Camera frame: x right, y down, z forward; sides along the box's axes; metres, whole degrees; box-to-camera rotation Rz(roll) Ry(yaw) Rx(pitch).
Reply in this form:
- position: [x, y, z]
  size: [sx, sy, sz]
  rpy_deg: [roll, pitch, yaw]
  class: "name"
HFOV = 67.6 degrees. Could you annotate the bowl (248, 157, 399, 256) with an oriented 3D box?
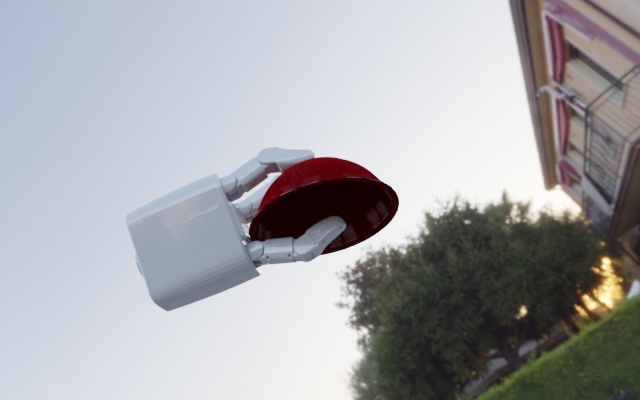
- position: [0.001, 0.001, 0.516]
  size: [0.162, 0.055, 0.162]
  rpy_deg: [-10, -31, -6]
  class: "bowl"
